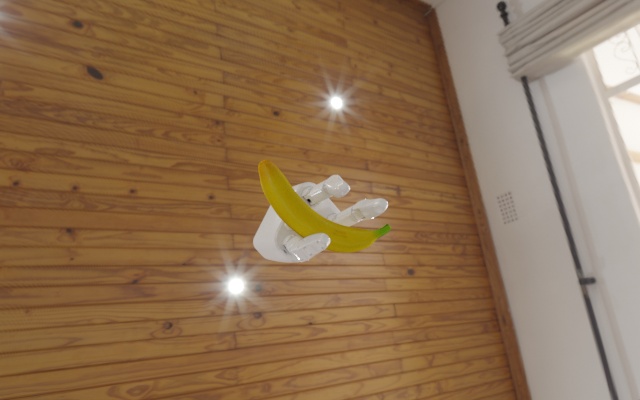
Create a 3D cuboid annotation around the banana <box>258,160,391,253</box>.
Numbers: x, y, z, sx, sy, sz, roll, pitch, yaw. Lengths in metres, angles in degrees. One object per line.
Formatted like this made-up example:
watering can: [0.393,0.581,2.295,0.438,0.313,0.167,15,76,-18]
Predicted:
banana: [-0.006,0.020,0.621,0.198,0.069,0.037,28,-2,-19]
